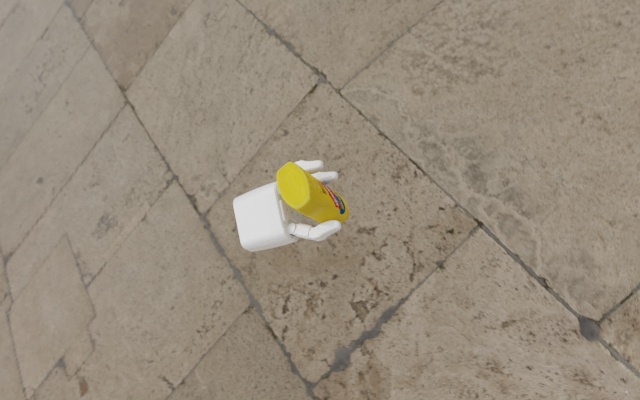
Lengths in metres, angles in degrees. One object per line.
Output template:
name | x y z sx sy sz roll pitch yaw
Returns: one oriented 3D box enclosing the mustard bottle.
mustard bottle | 0.000 0.003 0.879 0.058 0.096 0.192 -40 -35 13
